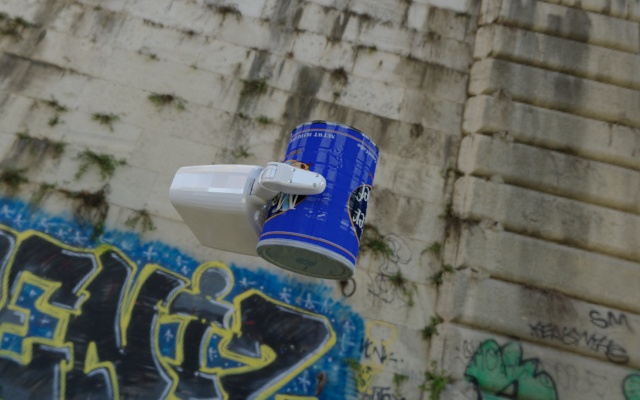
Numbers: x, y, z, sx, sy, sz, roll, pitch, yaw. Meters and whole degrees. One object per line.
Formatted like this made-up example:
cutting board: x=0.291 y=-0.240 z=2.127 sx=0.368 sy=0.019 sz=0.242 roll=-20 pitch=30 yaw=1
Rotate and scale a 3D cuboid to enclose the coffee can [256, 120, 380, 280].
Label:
coffee can: x=0.000 y=0.002 z=0.509 sx=0.103 sy=0.140 sz=0.103 roll=13 pitch=-22 yaw=5
